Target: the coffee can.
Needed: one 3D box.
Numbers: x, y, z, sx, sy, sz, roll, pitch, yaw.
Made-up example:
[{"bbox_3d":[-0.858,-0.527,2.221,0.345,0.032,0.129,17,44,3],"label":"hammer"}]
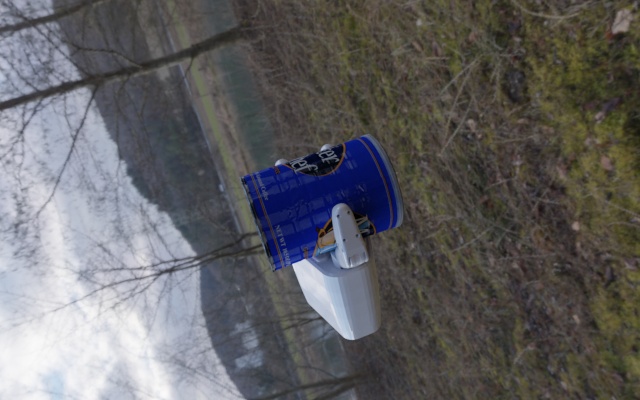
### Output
[{"bbox_3d":[0.000,0.001,0.492,0.140,0.103,0.103,-19,3,-9],"label":"coffee can"}]
